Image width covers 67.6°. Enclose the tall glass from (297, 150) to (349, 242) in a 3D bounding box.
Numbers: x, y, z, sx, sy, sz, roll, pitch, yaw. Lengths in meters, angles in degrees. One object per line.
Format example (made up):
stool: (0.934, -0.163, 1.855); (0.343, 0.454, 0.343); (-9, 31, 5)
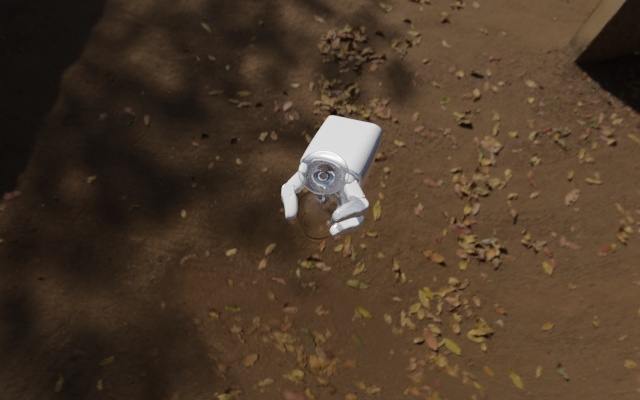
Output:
tall glass: (0.000, 0.002, 0.780); (0.079, 0.079, 0.201); (0, -27, -3)
